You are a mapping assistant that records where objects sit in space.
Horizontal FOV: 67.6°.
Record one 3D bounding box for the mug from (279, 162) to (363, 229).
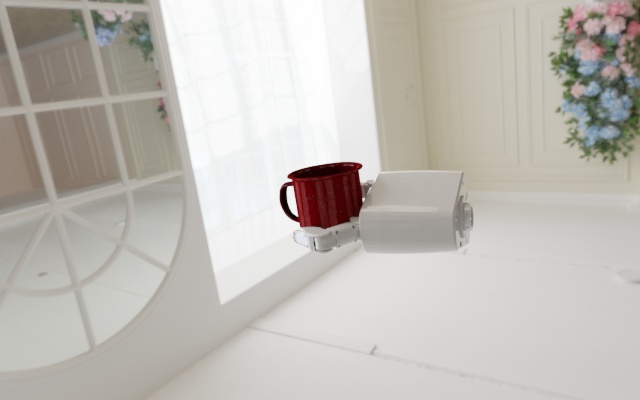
[{"bbox_3d":[-0.001,0.002,0.591,0.117,0.081,0.093,-2,15,27],"label":"mug"}]
